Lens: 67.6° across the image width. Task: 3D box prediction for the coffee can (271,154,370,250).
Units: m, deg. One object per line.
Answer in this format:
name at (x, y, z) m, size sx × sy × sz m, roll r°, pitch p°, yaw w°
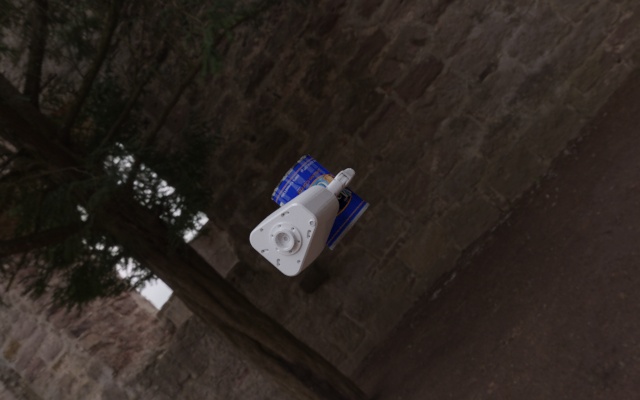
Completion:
coffee can at (0.000, 0.003, 0.833) m, size 0.140 × 0.103 × 0.103 m, roll 40°, pitch 4°, yaw 4°
